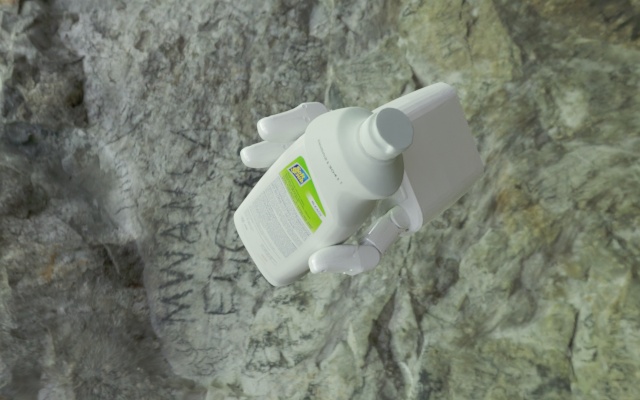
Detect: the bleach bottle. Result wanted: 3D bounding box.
[{"bbox_3d":[0.000,0.001,0.403,0.068,0.102,0.251,-31,-3,-31],"label":"bleach bottle"}]
